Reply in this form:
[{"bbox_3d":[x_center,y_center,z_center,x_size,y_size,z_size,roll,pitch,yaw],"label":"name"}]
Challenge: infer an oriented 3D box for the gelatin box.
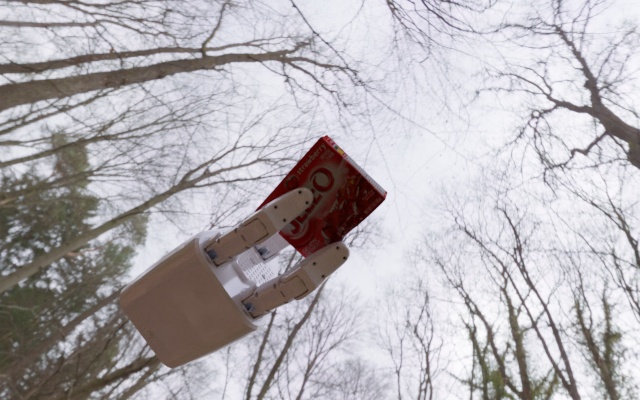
[{"bbox_3d":[0.000,0.001,0.404,0.089,0.073,0.030,-46,1,17],"label":"gelatin box"}]
